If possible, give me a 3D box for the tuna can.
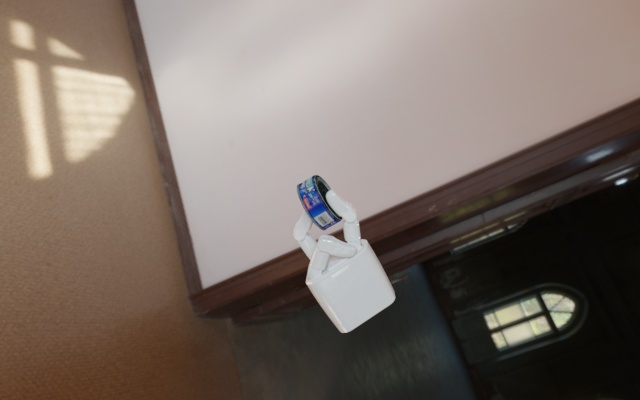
[{"bbox_3d":[0.001,0.002,0.760,0.034,0.086,0.086,-30,-9,15],"label":"tuna can"}]
